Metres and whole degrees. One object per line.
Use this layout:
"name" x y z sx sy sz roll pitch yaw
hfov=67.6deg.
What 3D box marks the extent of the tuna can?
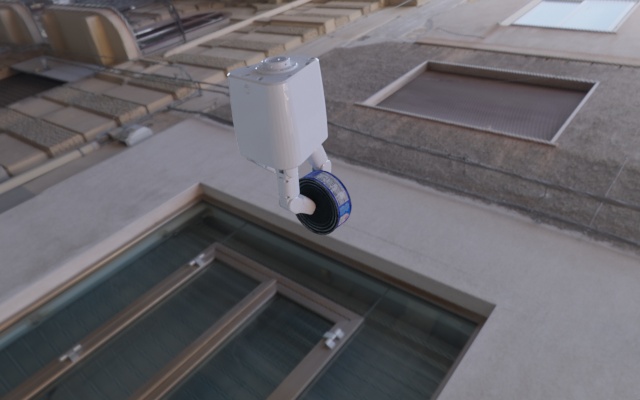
"tuna can" 0.000 0.002 0.658 0.086 0.086 0.033 0 25 44
